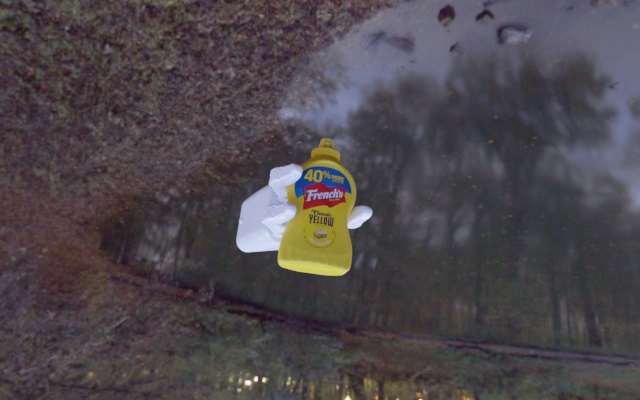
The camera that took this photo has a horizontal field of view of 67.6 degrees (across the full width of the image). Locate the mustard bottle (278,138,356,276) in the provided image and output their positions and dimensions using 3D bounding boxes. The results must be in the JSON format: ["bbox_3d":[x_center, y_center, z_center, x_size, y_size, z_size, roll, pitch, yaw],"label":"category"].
[{"bbox_3d":[0.000,0.002,0.658,0.096,0.191,0.058,9,-21,-8],"label":"mustard bottle"}]
